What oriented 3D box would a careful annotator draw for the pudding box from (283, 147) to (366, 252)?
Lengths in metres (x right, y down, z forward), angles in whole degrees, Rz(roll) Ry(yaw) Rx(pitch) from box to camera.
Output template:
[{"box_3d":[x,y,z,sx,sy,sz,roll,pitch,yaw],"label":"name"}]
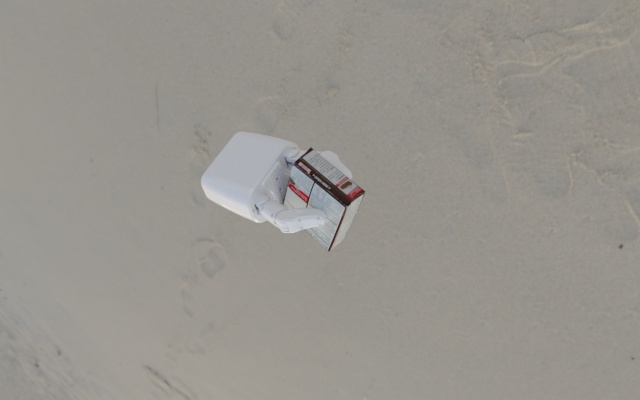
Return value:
[{"box_3d":[0.000,0.002,0.605,0.039,0.090,0.114,-42,-17,-30],"label":"pudding box"}]
